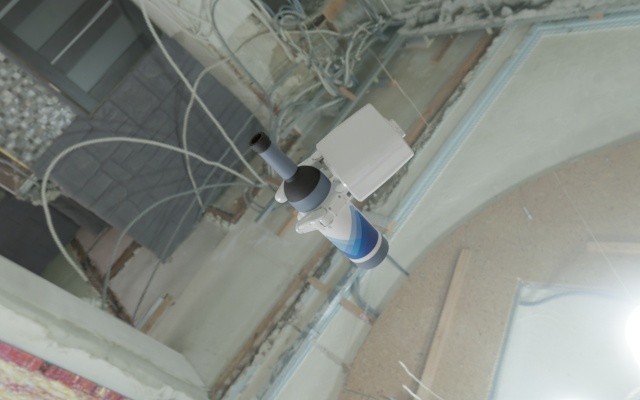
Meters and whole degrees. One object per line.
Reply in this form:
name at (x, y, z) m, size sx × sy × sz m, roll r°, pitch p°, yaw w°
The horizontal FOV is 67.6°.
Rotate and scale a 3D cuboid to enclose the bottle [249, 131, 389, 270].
bottle at (0.000, 0.003, 0.731) m, size 0.069 × 0.069 × 0.296 m, roll 0°, pitch -36°, yaw 48°
